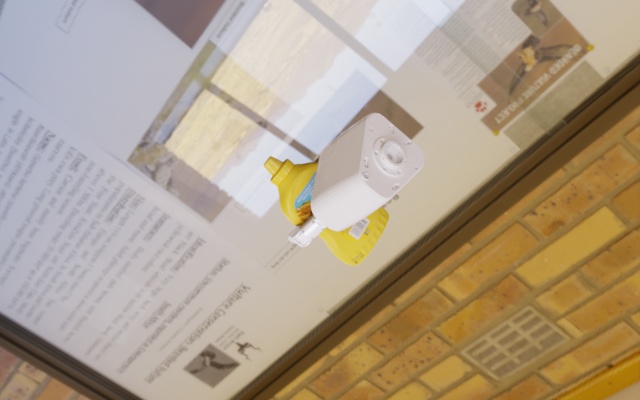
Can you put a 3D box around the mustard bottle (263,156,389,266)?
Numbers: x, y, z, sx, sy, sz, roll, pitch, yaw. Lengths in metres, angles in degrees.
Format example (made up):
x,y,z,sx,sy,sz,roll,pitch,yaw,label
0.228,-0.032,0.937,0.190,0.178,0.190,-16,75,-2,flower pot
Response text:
x,y,z,sx,sy,sz,roll,pitch,yaw,label
0.000,0.002,0.678,0.191,0.096,0.058,38,-12,-12,mustard bottle
